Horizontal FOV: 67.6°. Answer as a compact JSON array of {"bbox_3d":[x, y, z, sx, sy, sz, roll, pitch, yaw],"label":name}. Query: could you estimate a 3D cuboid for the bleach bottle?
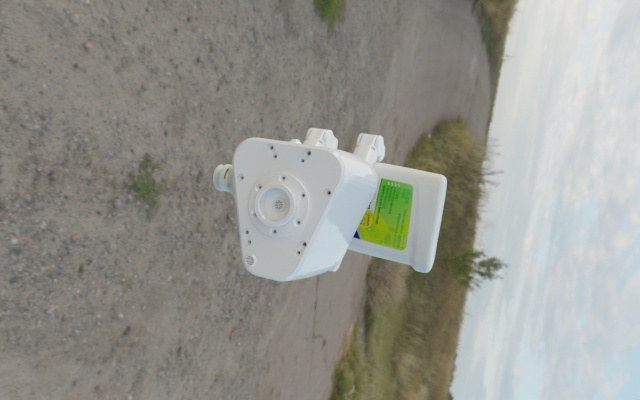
[{"bbox_3d":[0.000,0.002,0.512,0.251,0.102,0.068,10,1,17],"label":"bleach bottle"}]
